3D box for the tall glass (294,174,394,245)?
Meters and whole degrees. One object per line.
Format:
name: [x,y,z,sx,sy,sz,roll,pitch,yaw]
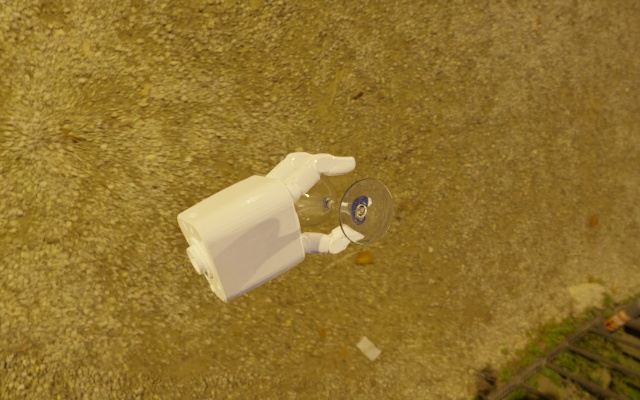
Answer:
tall glass: [0.001,0.002,0.607,0.079,0.079,0.201,0,6,-31]
